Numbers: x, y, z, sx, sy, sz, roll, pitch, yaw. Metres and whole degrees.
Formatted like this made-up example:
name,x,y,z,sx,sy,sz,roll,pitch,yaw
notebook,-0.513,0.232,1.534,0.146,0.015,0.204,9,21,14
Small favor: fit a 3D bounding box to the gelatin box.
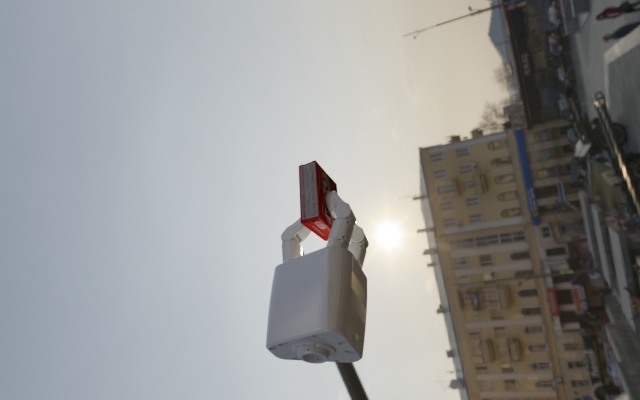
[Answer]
name,x,y,z,sx,sy,sz,roll,pitch,yaw
gelatin box,0.000,0.002,0.648,0.030,0.089,0.073,-15,-30,20
